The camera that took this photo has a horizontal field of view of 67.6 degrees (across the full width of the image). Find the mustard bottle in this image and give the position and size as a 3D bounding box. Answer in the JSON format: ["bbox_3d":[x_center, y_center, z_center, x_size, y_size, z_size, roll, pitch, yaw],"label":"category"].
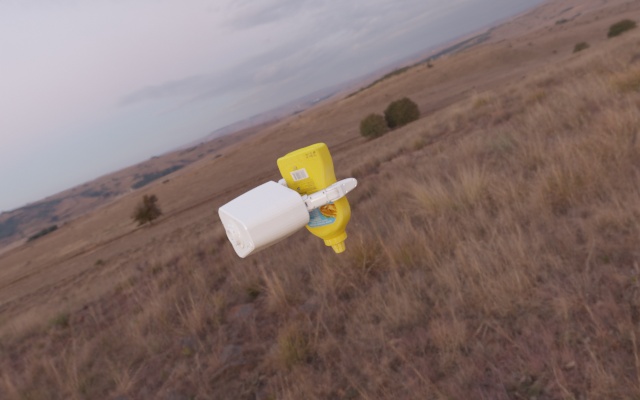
[{"bbox_3d":[0.000,0.002,0.824,0.096,0.192,0.058,-13,14,37],"label":"mustard bottle"}]
